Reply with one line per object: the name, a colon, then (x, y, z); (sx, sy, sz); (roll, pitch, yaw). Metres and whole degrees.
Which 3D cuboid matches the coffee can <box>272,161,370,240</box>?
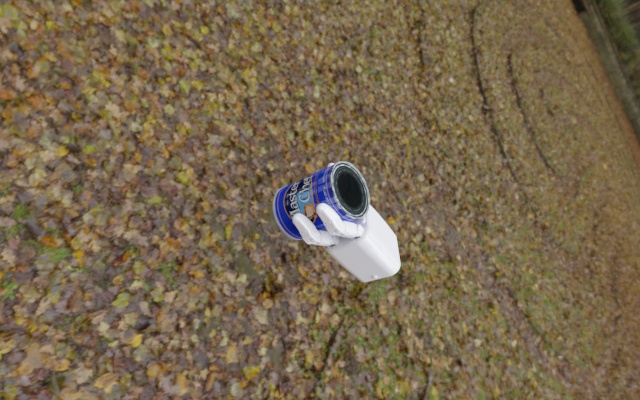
coffee can: (0.000, 0.003, 0.836); (0.140, 0.102, 0.103); (-22, -14, 38)
